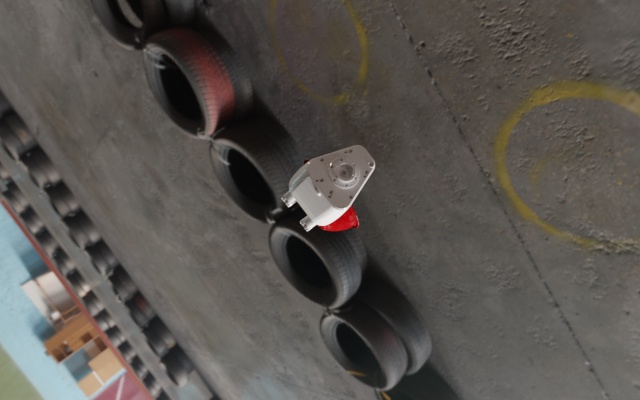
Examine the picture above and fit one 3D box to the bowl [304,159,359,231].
[{"bbox_3d":[0.000,0.004,0.901,0.055,0.162,0.162,-38,8,-11],"label":"bowl"}]
